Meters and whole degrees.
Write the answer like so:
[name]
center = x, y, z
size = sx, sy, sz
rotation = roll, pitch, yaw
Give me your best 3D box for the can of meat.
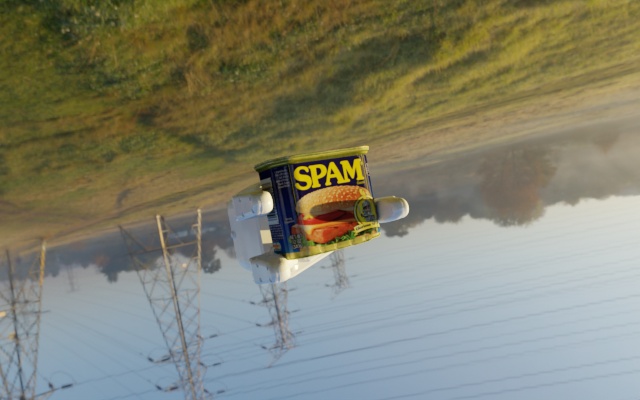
[can of meat]
center = 0.000, 0.002, 0.422
size = 0.102, 0.084, 0.057
rotation = -11, 1, -30
